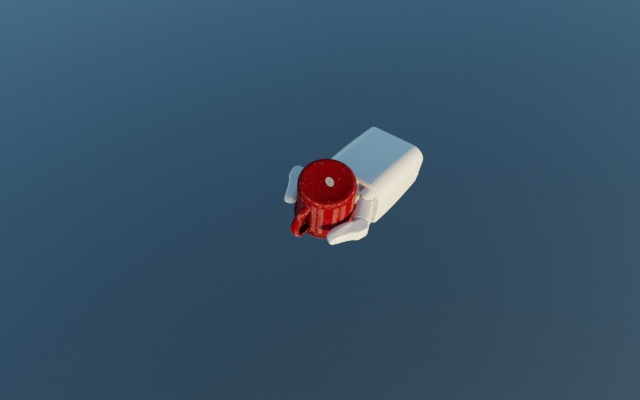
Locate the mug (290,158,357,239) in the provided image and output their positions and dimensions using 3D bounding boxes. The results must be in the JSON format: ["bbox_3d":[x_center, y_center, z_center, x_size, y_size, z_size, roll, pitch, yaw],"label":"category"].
[{"bbox_3d":[-0.001,0.003,0.667,0.093,0.117,0.081,39,-24,19],"label":"mug"}]
